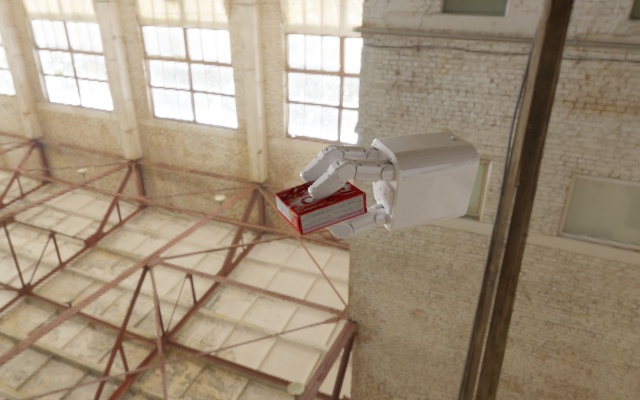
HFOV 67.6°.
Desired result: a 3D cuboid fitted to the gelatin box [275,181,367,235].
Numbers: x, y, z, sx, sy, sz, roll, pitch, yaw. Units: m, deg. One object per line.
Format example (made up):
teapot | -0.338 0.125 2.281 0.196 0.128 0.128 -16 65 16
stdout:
gelatin box | 0.000 0.002 0.571 0.089 0.030 0.073 -19 29 -19
